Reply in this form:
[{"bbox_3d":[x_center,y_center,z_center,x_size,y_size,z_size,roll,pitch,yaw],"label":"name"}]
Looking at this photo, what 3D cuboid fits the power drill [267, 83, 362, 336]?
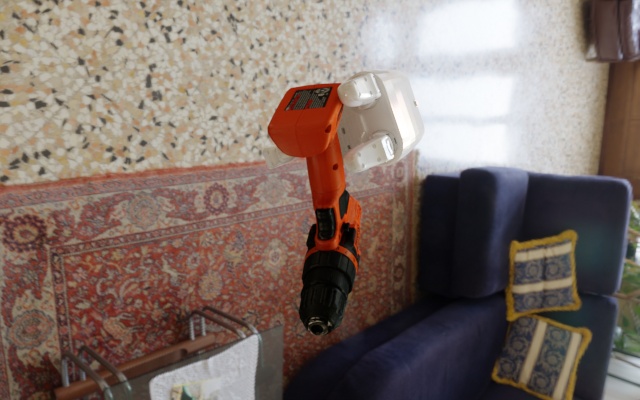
[{"bbox_3d":[0.000,0.001,0.440,0.057,0.188,0.184,-2,34,10],"label":"power drill"}]
